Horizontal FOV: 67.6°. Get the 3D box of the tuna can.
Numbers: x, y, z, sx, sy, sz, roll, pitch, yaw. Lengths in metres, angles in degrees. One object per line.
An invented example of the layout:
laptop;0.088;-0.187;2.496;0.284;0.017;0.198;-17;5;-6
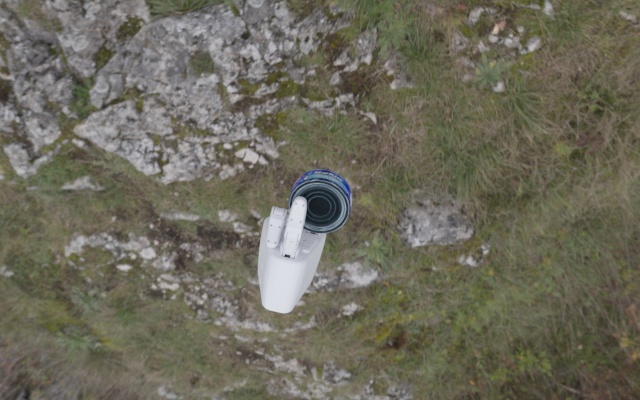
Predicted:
tuna can;0.000;0.002;0.653;0.086;0.086;0.033;0;27;9
